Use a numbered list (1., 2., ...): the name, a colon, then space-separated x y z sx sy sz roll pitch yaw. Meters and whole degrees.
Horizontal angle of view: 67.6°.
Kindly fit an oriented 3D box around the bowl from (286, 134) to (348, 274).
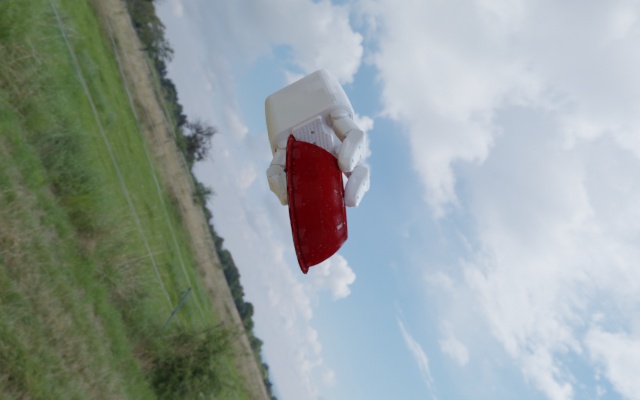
1. bowl: 0.001 0.003 0.550 0.055 0.162 0.162 -5 -1 5
